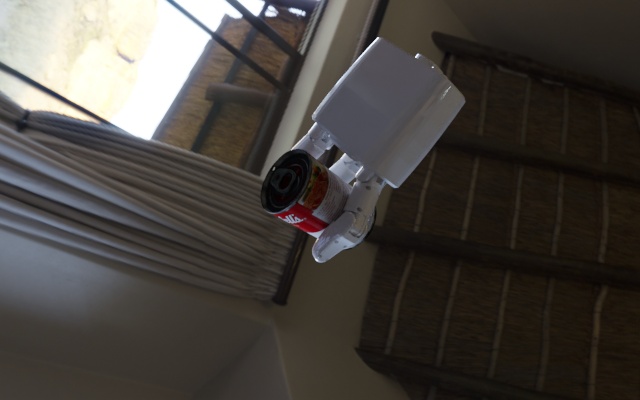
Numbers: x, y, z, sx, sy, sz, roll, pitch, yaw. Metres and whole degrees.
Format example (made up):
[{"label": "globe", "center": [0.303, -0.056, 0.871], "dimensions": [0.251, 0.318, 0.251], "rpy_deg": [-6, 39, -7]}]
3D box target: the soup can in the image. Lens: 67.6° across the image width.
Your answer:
[{"label": "soup can", "center": [0.000, 0.002, 0.480], "dimensions": [0.068, 0.068, 0.102], "rpy_deg": [0, -24, 48]}]
